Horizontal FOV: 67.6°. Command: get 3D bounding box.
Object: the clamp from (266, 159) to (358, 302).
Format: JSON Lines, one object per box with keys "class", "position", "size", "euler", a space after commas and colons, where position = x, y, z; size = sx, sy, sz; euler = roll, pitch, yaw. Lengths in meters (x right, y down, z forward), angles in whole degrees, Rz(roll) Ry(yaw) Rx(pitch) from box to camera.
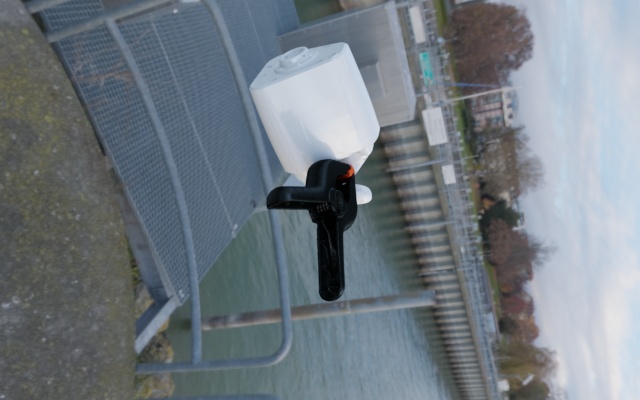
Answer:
{"class": "clamp", "position": [0.001, 0.001, 0.477], "size": [0.039, 0.120, 0.171], "euler": [-15, 33, 20]}
